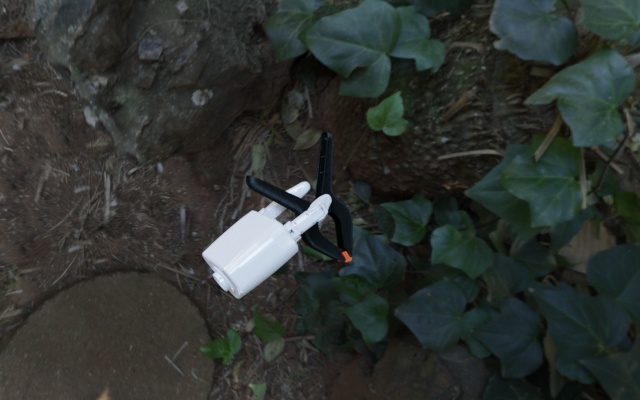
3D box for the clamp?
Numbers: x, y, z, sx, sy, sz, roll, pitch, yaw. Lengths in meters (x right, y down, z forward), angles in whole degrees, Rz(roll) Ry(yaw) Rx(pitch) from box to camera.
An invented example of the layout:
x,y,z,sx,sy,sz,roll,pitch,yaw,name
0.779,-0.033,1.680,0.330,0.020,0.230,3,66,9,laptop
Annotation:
x,y,z,sx,sy,sz,roll,pitch,yaw,name
0.001,0.003,0.770,0.164,0.210,0.036,-40,15,-21,clamp
